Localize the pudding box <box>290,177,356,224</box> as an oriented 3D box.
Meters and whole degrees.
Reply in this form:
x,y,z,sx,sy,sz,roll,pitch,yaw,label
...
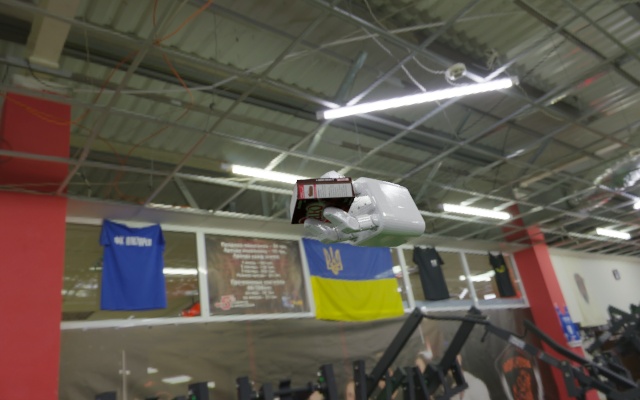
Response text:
x,y,z,sx,sy,sz,roll,pitch,yaw,label
0.000,0.002,0.757,0.090,0.039,0.113,-3,-24,-9,pudding box
